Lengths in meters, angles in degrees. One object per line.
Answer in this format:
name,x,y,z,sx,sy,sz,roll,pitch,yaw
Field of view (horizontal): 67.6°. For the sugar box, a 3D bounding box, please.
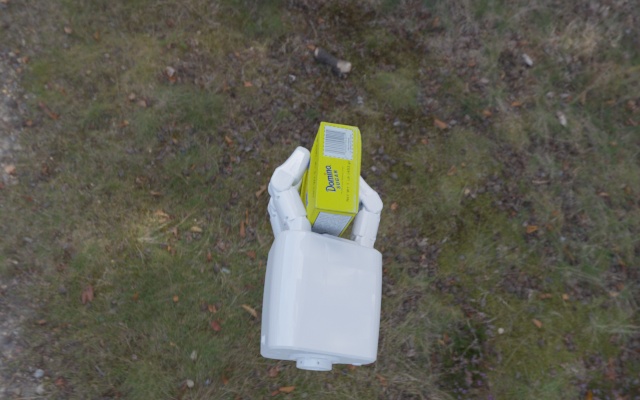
sugar box,0.000,0.002,0.515,0.048,0.093,0.176,9,-25,-10
